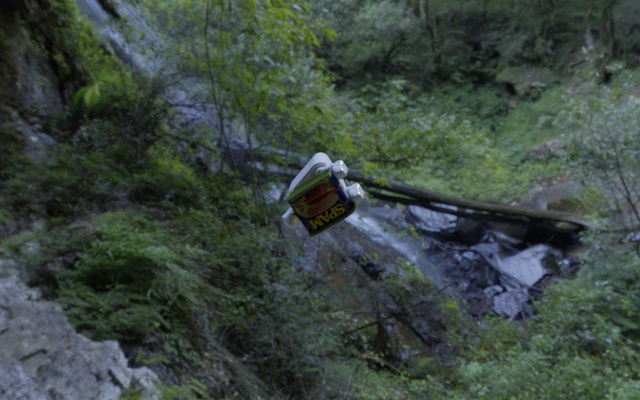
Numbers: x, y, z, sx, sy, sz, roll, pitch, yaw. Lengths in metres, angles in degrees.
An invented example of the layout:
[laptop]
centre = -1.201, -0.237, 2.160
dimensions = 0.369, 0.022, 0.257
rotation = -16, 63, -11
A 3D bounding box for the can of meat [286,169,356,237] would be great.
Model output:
[can of meat]
centre = 0.000, 0.003, 0.865
dimensions = 0.102, 0.084, 0.057
rotation = -31, 16, 13
